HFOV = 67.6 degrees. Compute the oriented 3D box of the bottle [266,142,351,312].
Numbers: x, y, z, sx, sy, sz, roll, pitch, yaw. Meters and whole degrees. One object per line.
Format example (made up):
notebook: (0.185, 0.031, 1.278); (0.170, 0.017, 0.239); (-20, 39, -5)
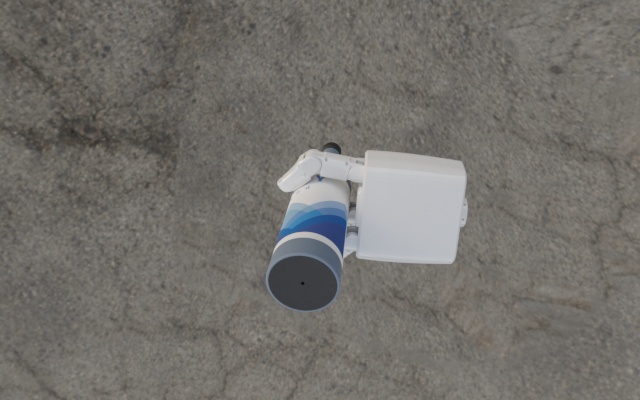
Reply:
bottle: (0.000, 0.002, 0.547); (0.069, 0.069, 0.295); (0, 29, 7)
